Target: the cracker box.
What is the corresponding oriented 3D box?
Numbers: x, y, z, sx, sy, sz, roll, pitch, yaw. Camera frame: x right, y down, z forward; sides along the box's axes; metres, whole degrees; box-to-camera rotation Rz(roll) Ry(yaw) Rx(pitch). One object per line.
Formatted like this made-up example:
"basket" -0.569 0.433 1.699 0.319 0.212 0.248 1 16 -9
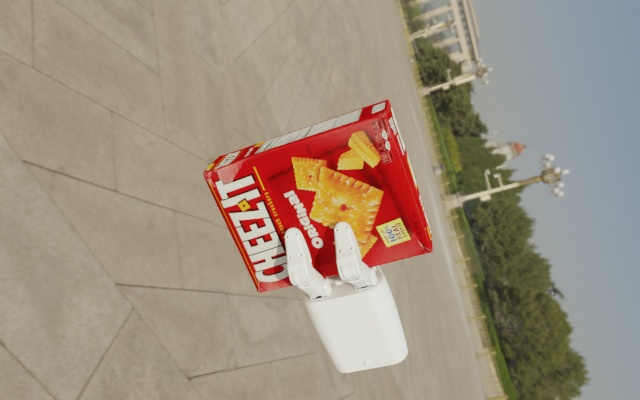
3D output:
"cracker box" 0.000 0.002 0.539 0.214 0.164 0.072 -16 18 16
